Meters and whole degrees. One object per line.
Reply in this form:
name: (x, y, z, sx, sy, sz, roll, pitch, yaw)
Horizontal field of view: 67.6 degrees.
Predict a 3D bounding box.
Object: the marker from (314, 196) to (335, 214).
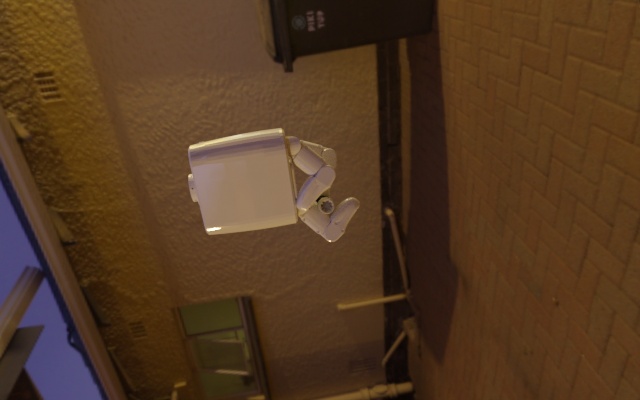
marker: (0.000, 0.002, 0.610, 0.020, 0.020, 0.121, 0, 4, -7)
